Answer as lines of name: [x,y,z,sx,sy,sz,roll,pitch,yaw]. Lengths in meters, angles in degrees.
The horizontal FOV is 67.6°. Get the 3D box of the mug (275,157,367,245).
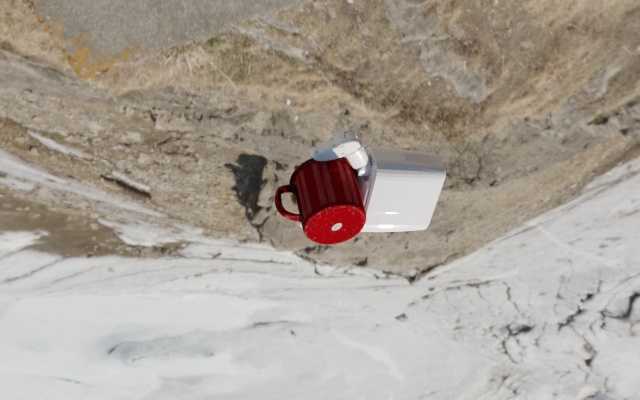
mug: [-0.001,0.002,0.609,0.117,0.081,0.093,1,-42,-17]
